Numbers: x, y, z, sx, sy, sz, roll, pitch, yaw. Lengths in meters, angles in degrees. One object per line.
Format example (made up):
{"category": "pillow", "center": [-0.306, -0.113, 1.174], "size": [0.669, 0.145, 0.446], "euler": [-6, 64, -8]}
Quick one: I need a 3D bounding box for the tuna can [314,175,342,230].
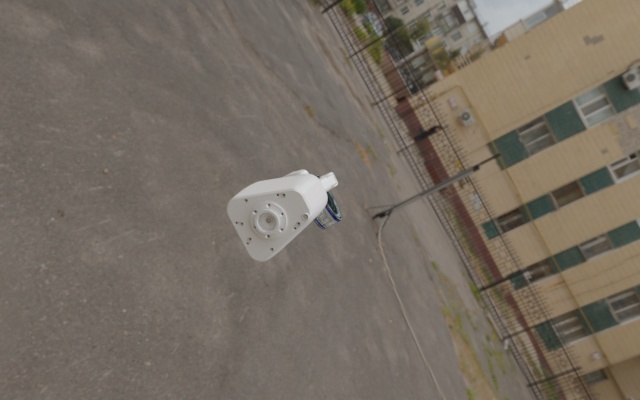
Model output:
{"category": "tuna can", "center": [0.001, 0.002, 0.778], "size": [0.034, 0.086, 0.086], "euler": [-29, -6, 11]}
